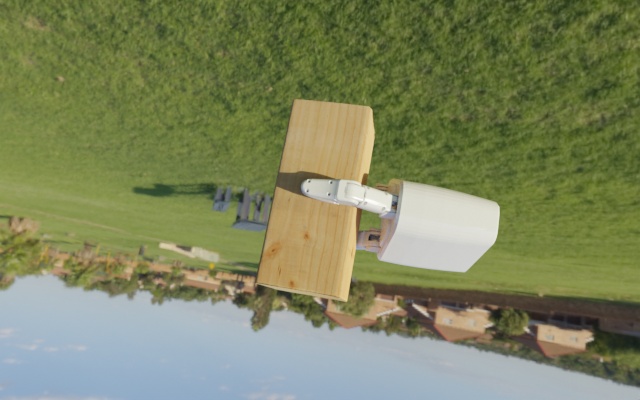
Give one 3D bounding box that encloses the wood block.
[{"bbox_3d":[0.000,0.002,0.540,0.090,0.206,0.091,8,-13,11],"label":"wood block"}]
